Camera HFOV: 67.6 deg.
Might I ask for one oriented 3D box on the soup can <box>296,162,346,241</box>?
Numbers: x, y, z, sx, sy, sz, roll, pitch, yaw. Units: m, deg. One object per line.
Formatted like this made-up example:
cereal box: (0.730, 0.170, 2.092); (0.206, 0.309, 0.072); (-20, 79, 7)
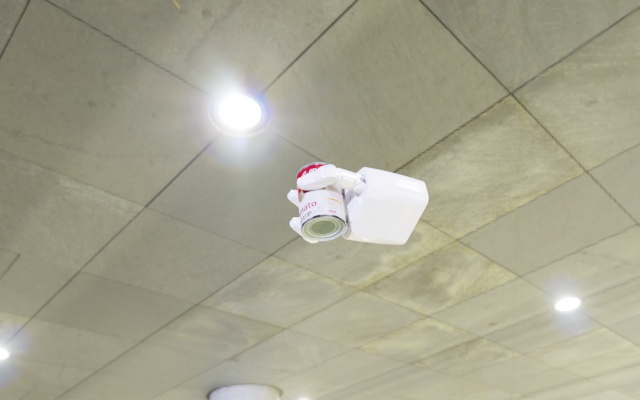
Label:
soup can: (0.000, 0.002, 0.723); (0.068, 0.102, 0.069); (-4, -37, -3)
